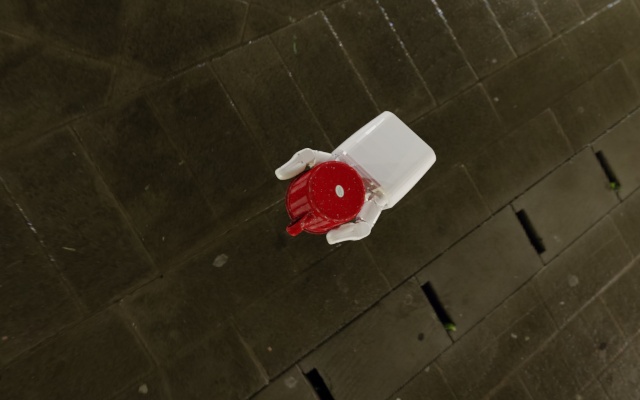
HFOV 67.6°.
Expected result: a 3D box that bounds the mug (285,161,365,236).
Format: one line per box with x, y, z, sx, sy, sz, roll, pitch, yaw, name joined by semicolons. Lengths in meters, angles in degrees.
-0.001;0.003;0.632;0.117;0.093;0.081;-43;6;-21;mug
